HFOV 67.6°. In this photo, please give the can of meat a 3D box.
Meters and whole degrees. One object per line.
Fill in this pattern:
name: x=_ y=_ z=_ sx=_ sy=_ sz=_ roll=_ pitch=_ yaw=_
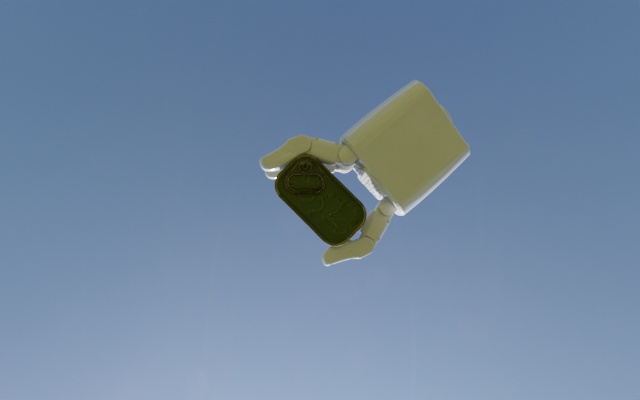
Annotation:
can of meat: x=0.000 y=0.002 z=0.540 sx=0.102 sy=0.057 sz=0.084 roll=45 pitch=-2 yaw=2
